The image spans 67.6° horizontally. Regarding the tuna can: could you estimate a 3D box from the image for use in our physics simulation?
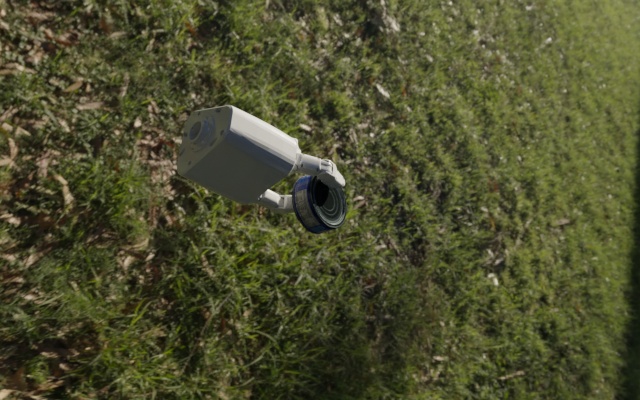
[{"bbox_3d":[0.001,0.002,0.673,0.034,0.086,0.086,-18,-11,35],"label":"tuna can"}]
